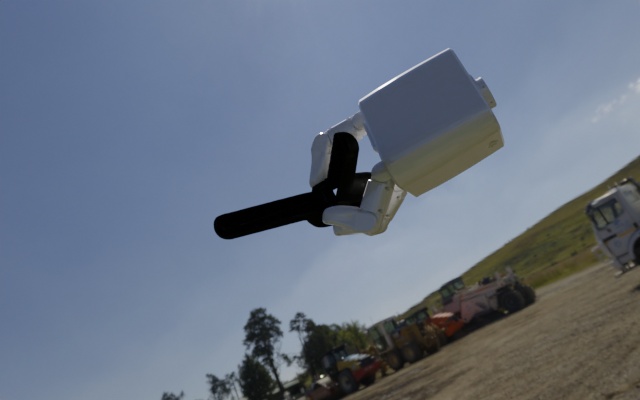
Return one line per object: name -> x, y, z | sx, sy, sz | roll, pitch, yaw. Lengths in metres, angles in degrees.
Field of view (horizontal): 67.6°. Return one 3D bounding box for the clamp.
clamp -> 0.000, 0.001, 0.504 | 0.164, 0.036, 0.210 | -29, -19, 18
